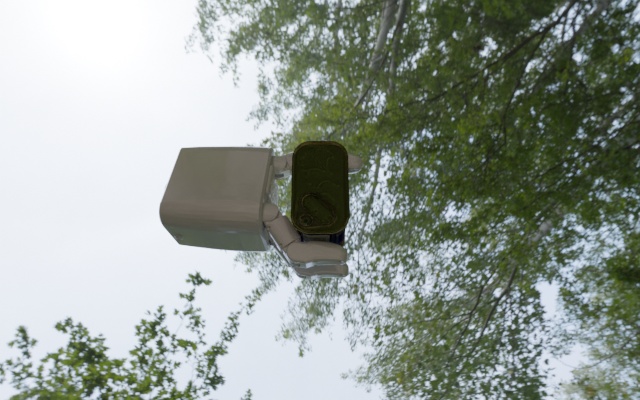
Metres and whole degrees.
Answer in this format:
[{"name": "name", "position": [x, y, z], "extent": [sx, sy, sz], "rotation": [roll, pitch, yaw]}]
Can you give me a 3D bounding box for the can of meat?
[{"name": "can of meat", "position": [0.000, 0.002, 0.509], "extent": [0.057, 0.102, 0.084], "rotation": [-1, -24, 0]}]
